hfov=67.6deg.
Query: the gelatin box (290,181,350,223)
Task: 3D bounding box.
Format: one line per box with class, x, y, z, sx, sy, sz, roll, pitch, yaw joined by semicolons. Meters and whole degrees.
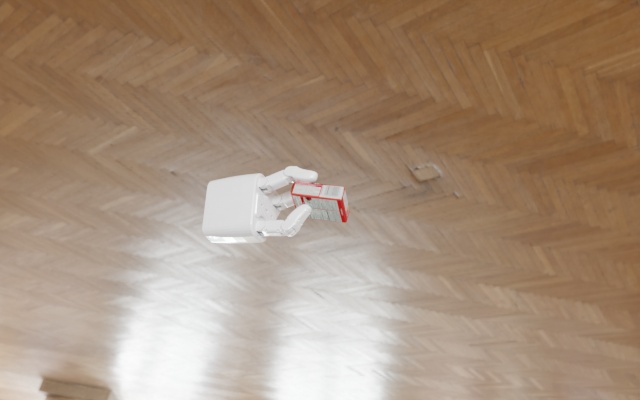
gelatin box;0.000;0.003;0.800;0.089;0.030;0.073;7;-32;15
